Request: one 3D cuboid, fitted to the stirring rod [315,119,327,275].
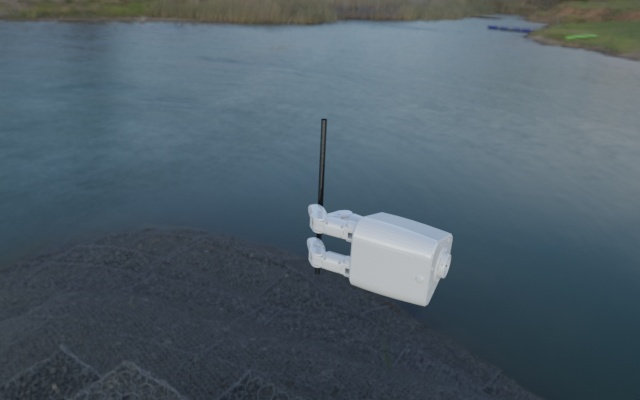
[{"bbox_3d":[0.000,0.002,0.682,0.011,0.240,0.011,2,25,-1],"label":"stirring rod"}]
